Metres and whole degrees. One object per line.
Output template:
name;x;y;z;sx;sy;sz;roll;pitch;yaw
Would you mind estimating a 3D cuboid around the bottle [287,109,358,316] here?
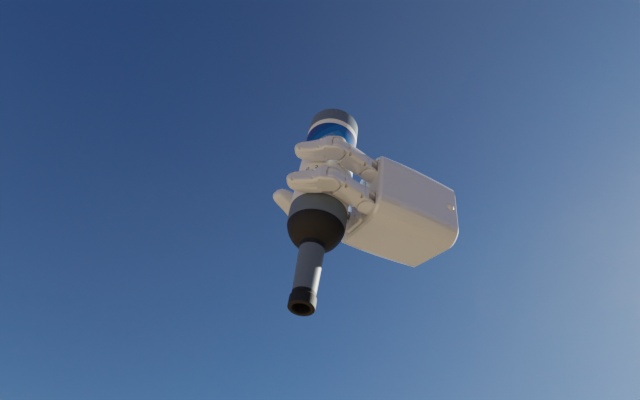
bottle;0.000;0.002;0.561;0.069;0.069;0.295;0;44;10
